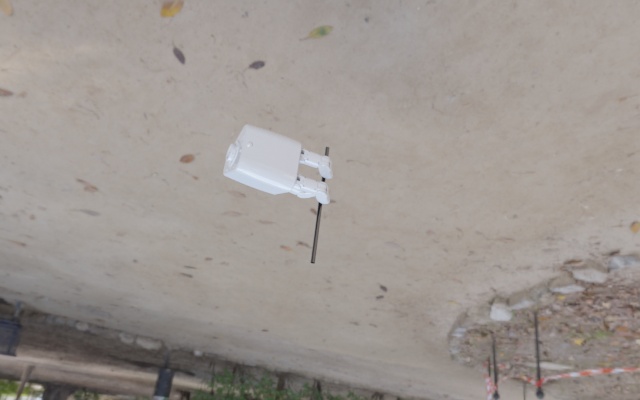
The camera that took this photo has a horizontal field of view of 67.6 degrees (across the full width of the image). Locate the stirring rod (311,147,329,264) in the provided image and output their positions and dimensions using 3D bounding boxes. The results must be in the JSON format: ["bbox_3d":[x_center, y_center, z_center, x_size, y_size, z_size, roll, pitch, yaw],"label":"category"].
[{"bbox_3d":[0.000,0.003,0.900,0.011,0.239,0.011,6,-25,3],"label":"stirring rod"}]
